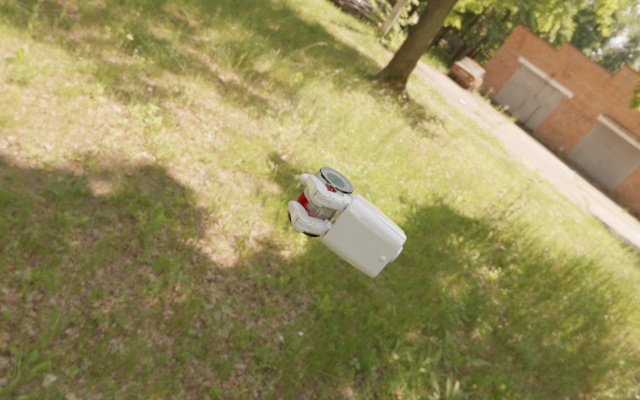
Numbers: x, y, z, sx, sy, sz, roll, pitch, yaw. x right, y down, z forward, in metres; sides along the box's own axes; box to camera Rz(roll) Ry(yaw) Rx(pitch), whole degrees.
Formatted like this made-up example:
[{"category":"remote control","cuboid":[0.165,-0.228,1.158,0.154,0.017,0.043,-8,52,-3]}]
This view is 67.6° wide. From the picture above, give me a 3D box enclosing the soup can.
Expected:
[{"category":"soup can","cuboid":[0.000,0.002,0.797,0.068,0.102,0.068,30,24,-15]}]
